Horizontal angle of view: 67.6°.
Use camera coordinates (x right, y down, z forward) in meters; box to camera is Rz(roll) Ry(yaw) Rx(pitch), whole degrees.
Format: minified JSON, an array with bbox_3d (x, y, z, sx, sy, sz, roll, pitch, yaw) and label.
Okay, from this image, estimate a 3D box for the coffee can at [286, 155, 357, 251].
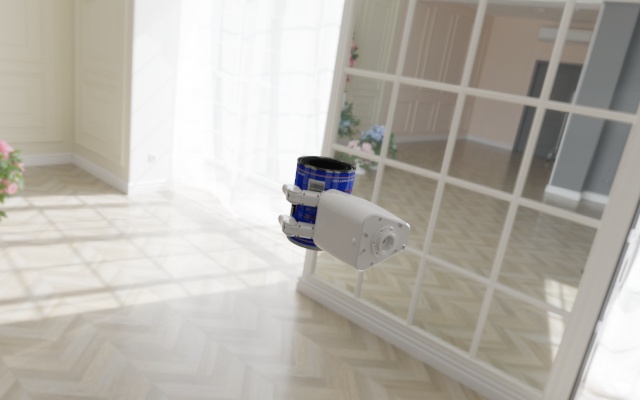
[{"bbox_3d":[0.000,0.003,0.823,0.103,0.140,0.102,8,17,-2],"label":"coffee can"}]
